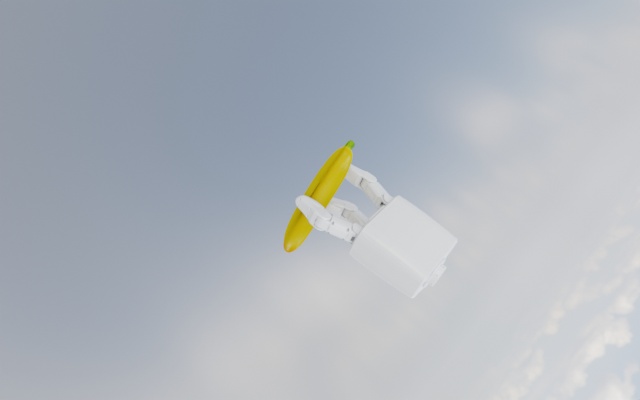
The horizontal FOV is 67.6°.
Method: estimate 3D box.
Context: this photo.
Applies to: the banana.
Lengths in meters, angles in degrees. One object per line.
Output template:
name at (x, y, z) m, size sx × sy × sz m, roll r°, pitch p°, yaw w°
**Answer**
banana at (-0.003, -0.001, 0.700) m, size 0.037 × 0.198 × 0.069 m, roll 35°, pitch 7°, yaw 13°
